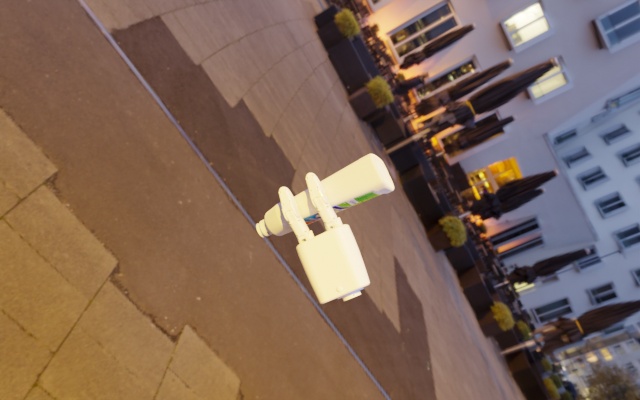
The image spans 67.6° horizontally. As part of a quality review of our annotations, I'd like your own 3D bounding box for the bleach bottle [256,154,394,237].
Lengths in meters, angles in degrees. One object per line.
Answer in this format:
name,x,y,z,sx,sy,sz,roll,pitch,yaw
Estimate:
bleach bottle,0.000,0.003,0.852,0.251,0.068,0.102,-26,-13,17
